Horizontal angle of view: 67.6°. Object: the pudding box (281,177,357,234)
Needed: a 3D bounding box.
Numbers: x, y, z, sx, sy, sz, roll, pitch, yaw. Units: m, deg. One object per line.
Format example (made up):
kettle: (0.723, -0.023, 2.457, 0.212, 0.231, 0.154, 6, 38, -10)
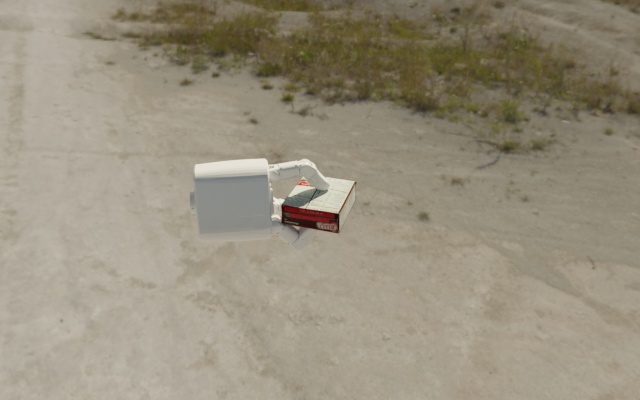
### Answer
pudding box: (0.000, 0.002, 0.732, 0.090, 0.039, 0.113, 10, 32, 14)
